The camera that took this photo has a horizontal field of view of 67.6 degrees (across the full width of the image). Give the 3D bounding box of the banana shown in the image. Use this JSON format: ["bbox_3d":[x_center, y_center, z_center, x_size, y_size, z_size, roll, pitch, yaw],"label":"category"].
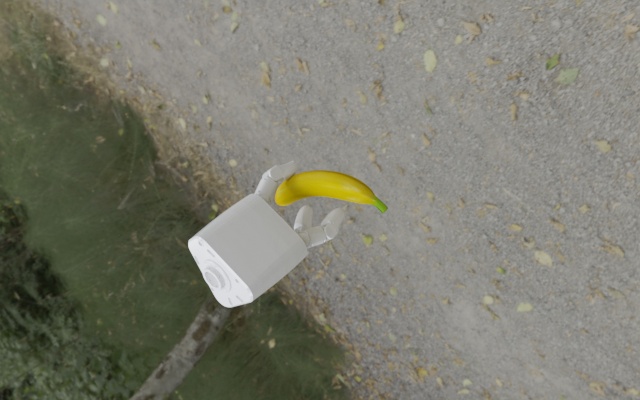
[{"bbox_3d":[-0.003,-0.013,0.684,0.198,0.070,0.037,5,38,38],"label":"banana"}]
